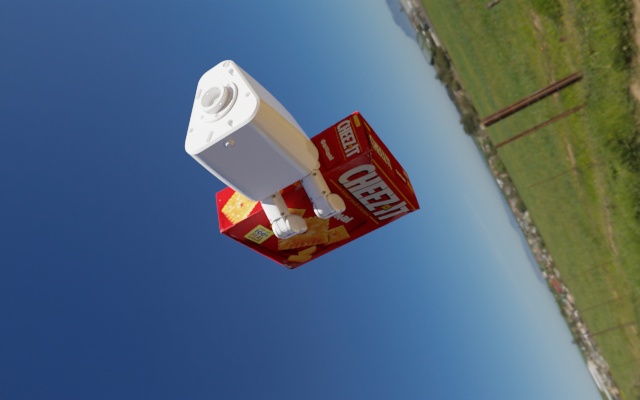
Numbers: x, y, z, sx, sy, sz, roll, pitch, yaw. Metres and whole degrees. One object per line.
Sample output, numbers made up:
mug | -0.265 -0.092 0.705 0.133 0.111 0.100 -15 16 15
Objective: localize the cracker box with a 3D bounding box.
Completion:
cracker box | 0.000 0.002 0.623 0.214 0.072 0.164 -27 -36 18
